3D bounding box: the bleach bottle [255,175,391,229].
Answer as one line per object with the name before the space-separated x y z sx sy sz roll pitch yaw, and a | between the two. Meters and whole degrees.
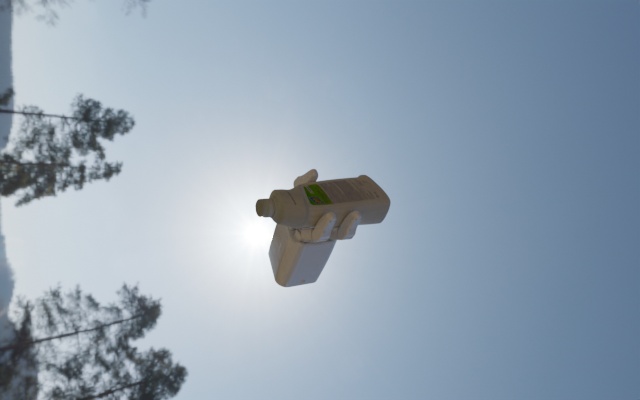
bleach bottle | 0.000 0.003 0.825 0.251 0.068 0.102 -3 36 -37
